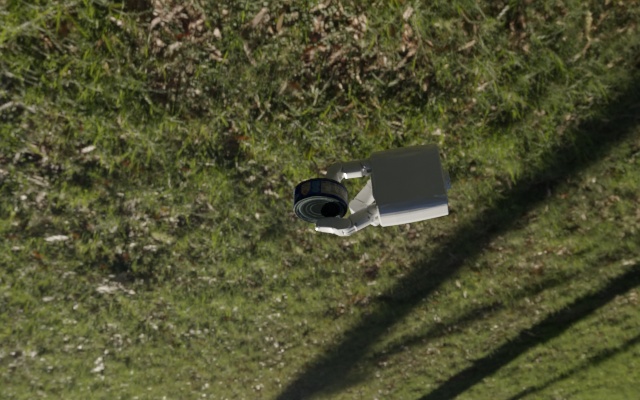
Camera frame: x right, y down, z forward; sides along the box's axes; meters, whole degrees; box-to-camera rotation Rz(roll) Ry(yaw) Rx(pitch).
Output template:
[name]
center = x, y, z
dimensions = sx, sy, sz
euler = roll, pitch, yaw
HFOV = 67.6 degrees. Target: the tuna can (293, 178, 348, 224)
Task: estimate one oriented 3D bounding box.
[tuna can]
center = 0.000, 0.003, 0.743
dimensions = 0.086, 0.033, 0.086
euler = 1, -33, 1
